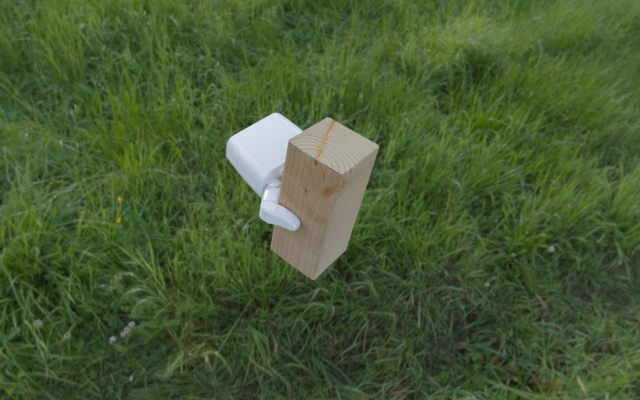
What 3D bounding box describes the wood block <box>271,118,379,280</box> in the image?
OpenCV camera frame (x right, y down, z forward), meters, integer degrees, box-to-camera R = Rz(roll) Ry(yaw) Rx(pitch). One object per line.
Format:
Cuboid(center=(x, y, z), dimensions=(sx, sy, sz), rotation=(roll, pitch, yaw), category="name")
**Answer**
Cuboid(center=(0.000, 0.002, 0.680), dimensions=(0.090, 0.206, 0.090), rotation=(33, 45, 21), category="wood block")
